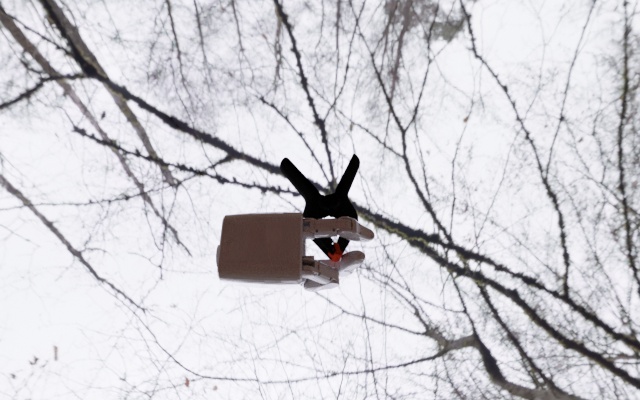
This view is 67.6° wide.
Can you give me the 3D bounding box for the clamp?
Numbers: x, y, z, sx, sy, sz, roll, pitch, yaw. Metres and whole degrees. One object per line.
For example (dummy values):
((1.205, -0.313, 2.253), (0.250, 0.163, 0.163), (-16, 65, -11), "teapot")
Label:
((0.000, 0.003, 0.682), (0.120, 0.171, 0.039), (1, -31, -1), "clamp")
